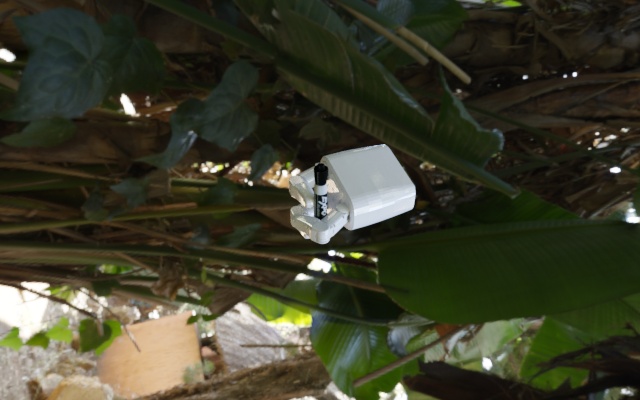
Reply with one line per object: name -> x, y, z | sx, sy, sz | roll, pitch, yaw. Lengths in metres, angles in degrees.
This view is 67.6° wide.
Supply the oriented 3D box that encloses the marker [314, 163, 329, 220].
marker -> 0.000, 0.002, 0.638 | 0.020, 0.121, 0.020 | 0, 38, 0
